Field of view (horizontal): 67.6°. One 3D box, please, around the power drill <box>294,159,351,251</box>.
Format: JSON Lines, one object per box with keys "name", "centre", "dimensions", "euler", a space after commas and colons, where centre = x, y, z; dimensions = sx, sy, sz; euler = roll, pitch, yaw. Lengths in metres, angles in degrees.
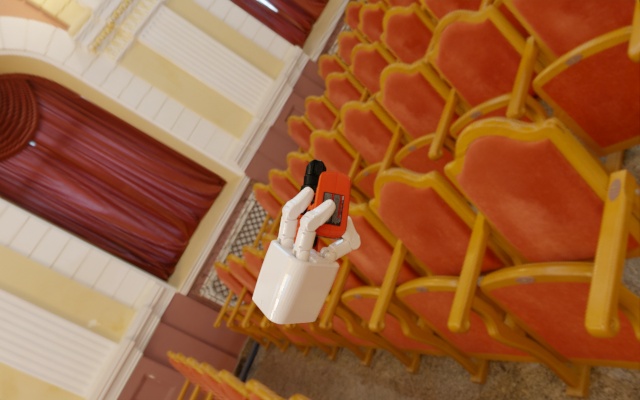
{"name": "power drill", "centre": [0.000, 0.003, 0.836], "dimensions": [0.057, 0.184, 0.188], "euler": [8, -9, -12]}
